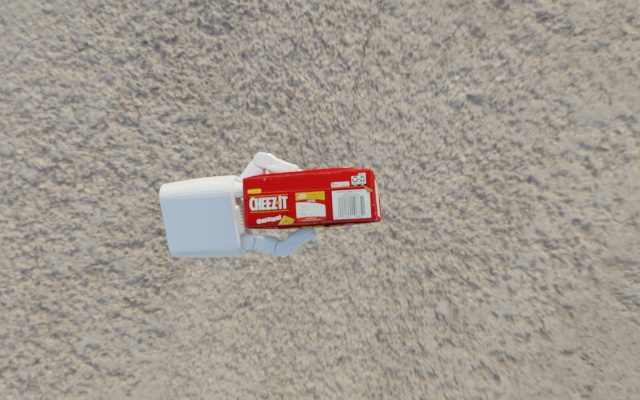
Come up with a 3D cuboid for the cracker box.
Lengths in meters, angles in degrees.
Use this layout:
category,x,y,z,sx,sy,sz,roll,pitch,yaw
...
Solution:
category,x,y,z,sx,sy,sz,roll,pitch,yaw
cracker box,0.000,0.002,0.672,0.164,0.072,0.214,-4,-3,8
